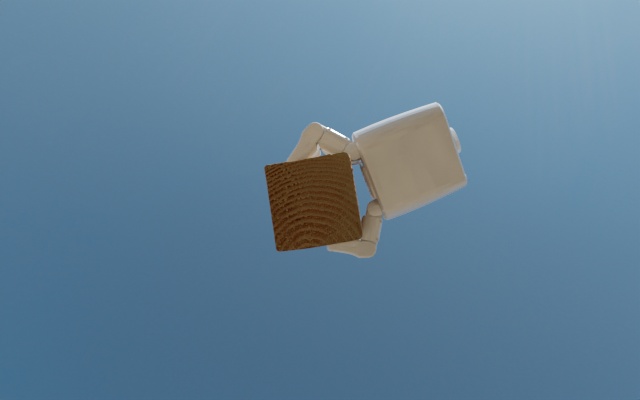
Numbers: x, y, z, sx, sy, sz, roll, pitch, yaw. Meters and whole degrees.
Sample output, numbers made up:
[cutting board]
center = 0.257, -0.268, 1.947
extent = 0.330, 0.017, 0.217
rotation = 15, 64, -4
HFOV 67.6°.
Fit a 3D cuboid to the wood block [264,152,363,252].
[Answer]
[wood block]
center = 0.001, 0.002, 0.577
extent = 0.090, 0.091, 0.206
rotation = -9, -1, 5
